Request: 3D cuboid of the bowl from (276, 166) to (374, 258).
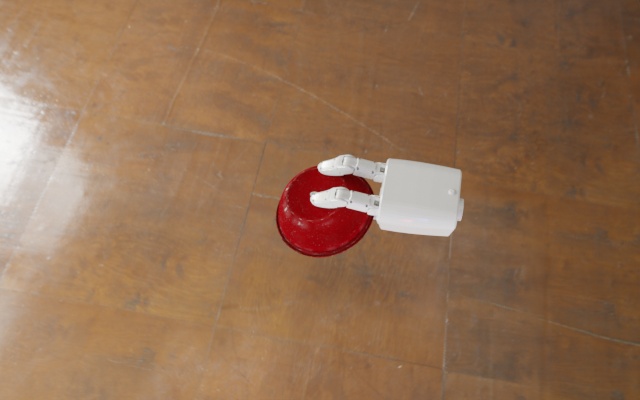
[{"bbox_3d":[-0.001,0.002,0.729,0.162,0.162,0.055,0,-29,17],"label":"bowl"}]
